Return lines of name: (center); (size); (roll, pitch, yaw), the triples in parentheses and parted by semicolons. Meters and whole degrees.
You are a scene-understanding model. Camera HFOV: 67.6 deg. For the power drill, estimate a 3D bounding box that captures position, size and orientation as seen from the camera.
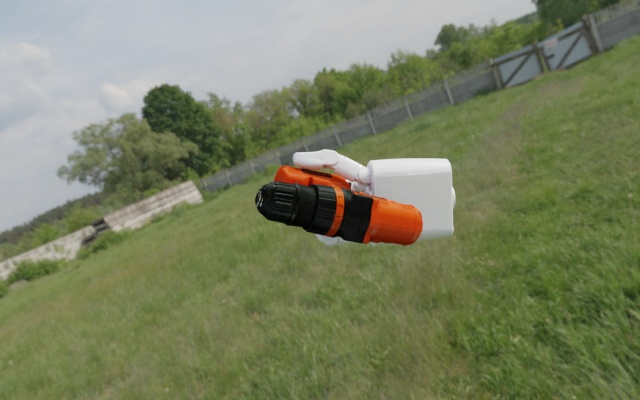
power drill: (0.000, 0.002, 0.557); (0.184, 0.057, 0.187); (13, 8, -21)
